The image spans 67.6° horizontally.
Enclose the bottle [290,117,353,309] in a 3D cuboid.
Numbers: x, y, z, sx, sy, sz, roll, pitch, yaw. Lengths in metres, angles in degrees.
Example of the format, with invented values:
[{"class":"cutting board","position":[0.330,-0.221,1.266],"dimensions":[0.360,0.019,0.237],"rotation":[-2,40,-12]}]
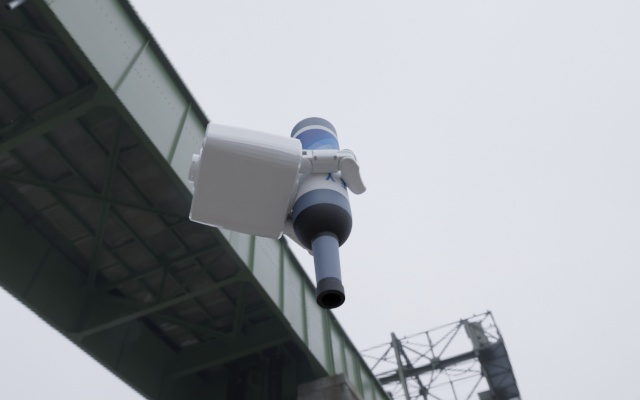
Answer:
[{"class":"bottle","position":[0.000,0.002,0.555],"dimensions":[0.069,0.069,0.295],"rotation":[0,38,-5]}]
